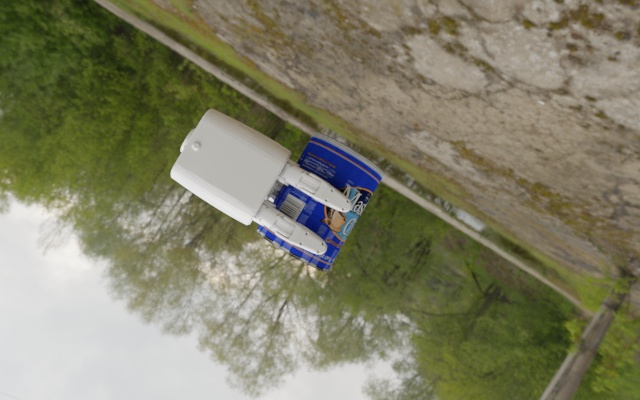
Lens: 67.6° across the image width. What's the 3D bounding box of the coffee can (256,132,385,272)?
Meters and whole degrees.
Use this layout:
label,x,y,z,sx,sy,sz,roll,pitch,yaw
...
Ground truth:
label,x,y,z,sx,sy,sz,roll,pitch,yaw
coffee can,0.000,0.002,0.588,0.103,0.140,0.103,31,-1,1
